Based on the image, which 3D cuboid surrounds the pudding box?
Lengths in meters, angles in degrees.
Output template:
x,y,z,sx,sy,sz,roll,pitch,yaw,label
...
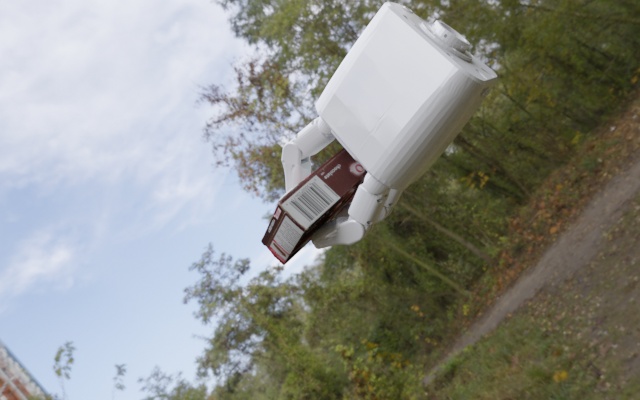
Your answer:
x,y,z,sx,sy,sz,roll,pitch,yaw,label
0.000,0.001,0.459,0.113,0.039,0.090,-39,-11,-30,pudding box
